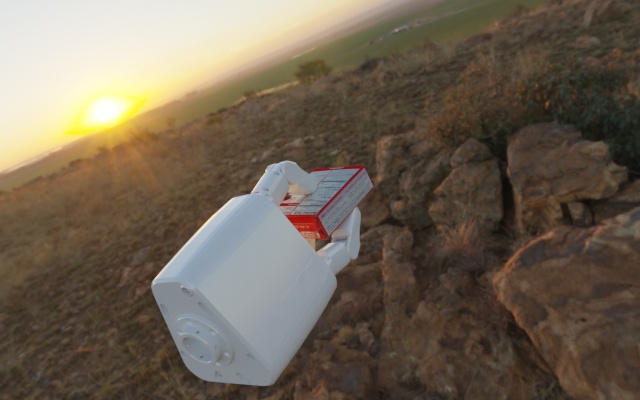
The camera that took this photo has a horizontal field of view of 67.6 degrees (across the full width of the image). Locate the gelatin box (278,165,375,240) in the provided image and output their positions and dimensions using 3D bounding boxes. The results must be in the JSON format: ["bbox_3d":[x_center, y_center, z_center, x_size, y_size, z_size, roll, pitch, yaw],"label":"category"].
[{"bbox_3d":[0.000,0.001,0.480,0.073,0.030,0.089,-1,36,45],"label":"gelatin box"}]
